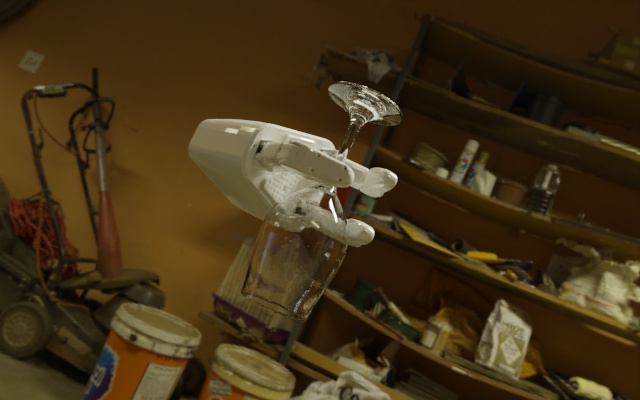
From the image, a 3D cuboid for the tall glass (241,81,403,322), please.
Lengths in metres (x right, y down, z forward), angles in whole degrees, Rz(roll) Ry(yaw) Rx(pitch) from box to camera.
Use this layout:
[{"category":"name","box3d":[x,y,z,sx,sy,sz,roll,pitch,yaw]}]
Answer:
[{"category":"tall glass","box3d":[0.000,0.001,0.423,0.079,0.201,0.079,24,-8,4]}]
